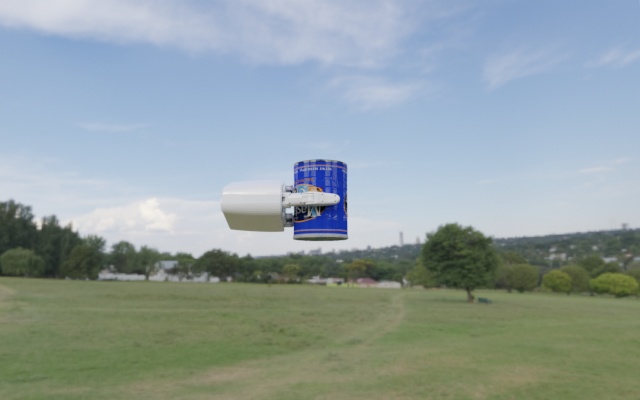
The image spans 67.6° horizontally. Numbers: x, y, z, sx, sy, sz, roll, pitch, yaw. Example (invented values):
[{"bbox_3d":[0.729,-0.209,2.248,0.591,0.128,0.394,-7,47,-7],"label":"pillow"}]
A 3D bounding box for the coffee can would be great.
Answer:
[{"bbox_3d":[0.000,0.003,0.890,0.103,0.140,0.103,0,-9,0],"label":"coffee can"}]
